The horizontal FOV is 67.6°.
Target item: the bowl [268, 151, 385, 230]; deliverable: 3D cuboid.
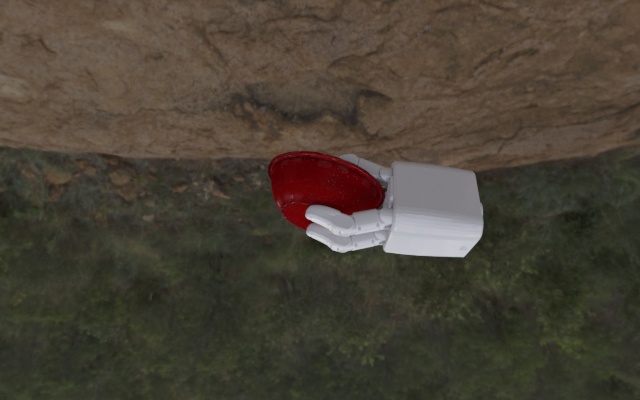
[{"bbox_3d":[-0.001,0.002,0.628,0.162,0.055,0.162,14,-25,7],"label":"bowl"}]
